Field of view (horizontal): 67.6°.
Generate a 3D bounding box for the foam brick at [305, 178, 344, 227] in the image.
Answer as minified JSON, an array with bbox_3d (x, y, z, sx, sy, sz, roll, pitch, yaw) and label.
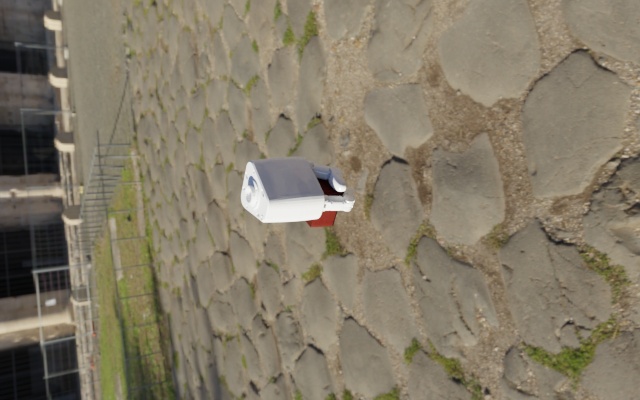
[{"bbox_3d":[0.000,0.003,0.870,0.051,0.078,0.053,-6,37,-32],"label":"foam brick"}]
